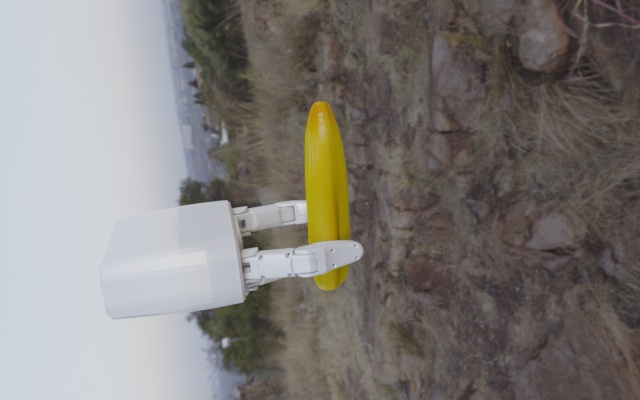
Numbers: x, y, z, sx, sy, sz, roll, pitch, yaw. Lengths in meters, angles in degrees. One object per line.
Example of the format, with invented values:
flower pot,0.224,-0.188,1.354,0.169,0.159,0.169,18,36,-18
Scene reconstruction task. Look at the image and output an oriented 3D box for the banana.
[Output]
banana,0.004,0.014,0.433,0.037,0.198,0.069,-8,32,-10
